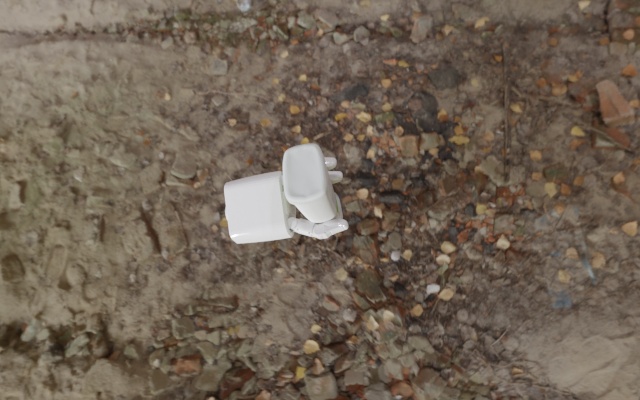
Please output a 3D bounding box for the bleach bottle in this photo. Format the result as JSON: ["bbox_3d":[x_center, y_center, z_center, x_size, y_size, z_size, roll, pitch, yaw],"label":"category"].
[{"bbox_3d":[0.000,0.003,0.830,0.068,0.102,0.251,-10,-25,9],"label":"bleach bottle"}]
